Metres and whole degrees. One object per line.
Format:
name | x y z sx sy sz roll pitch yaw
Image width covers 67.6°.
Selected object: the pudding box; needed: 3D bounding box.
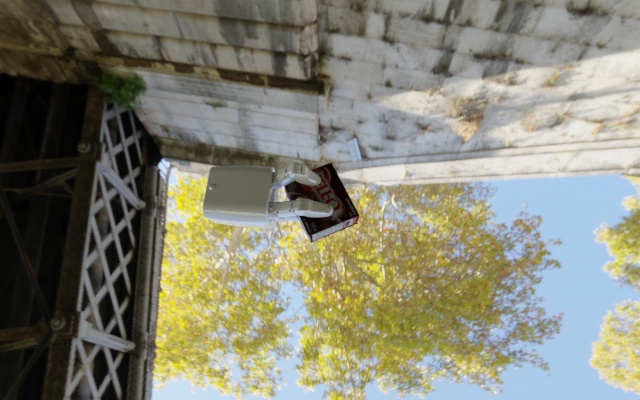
pudding box | 0.000 0.003 0.788 0.090 0.113 0.039 -22 -23 -10
